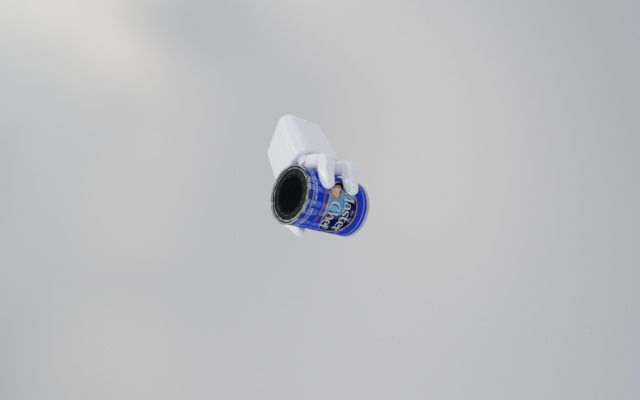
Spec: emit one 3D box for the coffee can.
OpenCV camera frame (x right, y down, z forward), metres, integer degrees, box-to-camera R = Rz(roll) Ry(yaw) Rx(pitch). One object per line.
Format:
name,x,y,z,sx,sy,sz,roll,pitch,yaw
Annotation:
coffee can,0.000,0.003,0.825,0.140,0.103,0.103,15,-10,-40
